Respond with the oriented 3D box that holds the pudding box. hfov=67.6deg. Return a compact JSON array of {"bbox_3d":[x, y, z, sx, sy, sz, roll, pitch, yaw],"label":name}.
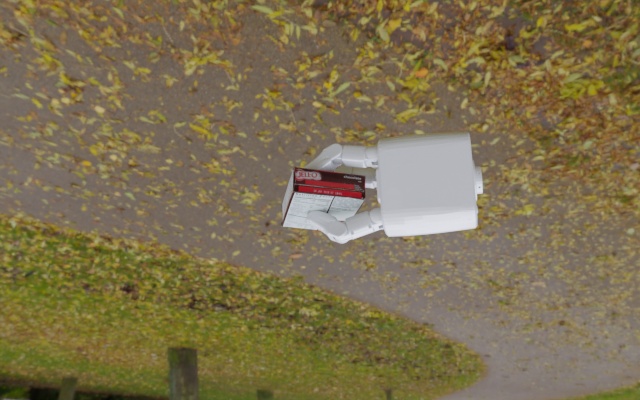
[{"bbox_3d":[0.000,0.002,0.612,0.090,0.039,0.113,7,-28,-10],"label":"pudding box"}]
